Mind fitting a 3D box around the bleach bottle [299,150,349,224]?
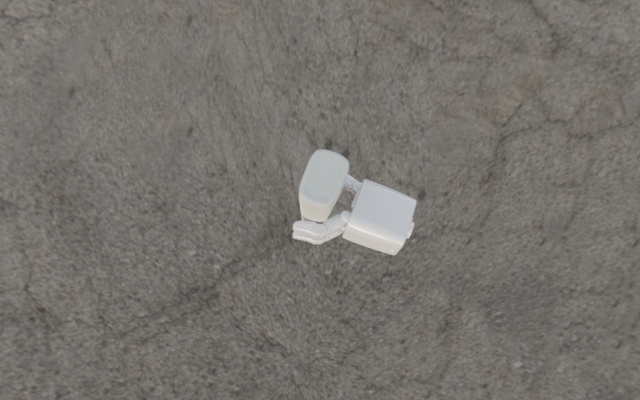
[{"bbox_3d":[0.000,0.003,0.888,0.068,0.102,0.251,21,-18,5],"label":"bleach bottle"}]
